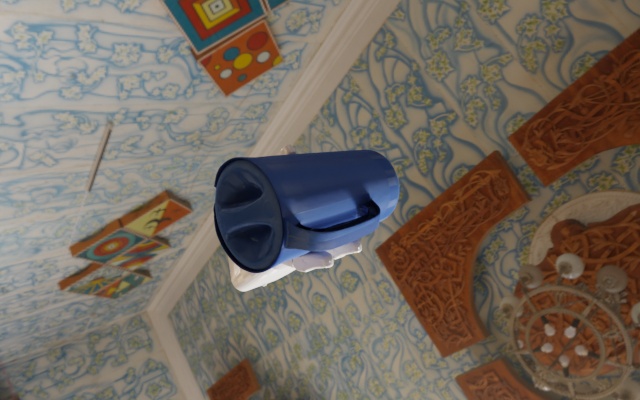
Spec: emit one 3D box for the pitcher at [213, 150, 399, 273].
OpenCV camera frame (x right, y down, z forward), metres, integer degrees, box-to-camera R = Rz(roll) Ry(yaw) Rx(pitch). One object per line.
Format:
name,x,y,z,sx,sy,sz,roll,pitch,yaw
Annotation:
pitcher,0.000,0.002,0.611,0.243,0.149,0.145,-14,-20,-44
